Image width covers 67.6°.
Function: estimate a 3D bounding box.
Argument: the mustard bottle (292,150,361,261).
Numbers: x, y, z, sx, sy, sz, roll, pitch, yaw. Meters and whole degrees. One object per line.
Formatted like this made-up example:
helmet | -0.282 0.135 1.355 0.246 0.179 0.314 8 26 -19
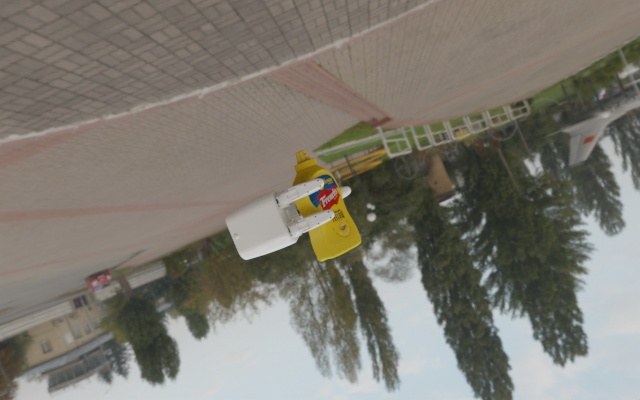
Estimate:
mustard bottle | 0.000 0.003 0.837 0.096 0.191 0.058 -22 -2 -45
